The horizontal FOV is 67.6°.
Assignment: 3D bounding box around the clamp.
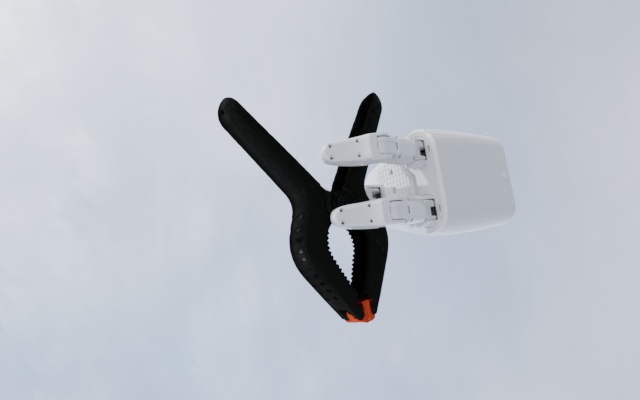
[{"bbox_3d":[0.000,0.002,0.409,0.164,0.210,0.036,-3,-11,-31],"label":"clamp"}]
